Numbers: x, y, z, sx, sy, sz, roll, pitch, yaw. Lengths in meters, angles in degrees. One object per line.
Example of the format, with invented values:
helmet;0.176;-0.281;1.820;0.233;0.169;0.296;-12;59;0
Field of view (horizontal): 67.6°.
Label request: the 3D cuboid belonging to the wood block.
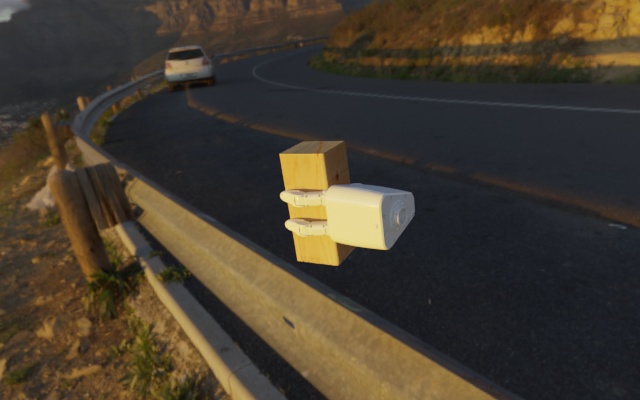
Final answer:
wood block;0.001;0.003;0.869;0.090;0.206;0.090;3;22;28
